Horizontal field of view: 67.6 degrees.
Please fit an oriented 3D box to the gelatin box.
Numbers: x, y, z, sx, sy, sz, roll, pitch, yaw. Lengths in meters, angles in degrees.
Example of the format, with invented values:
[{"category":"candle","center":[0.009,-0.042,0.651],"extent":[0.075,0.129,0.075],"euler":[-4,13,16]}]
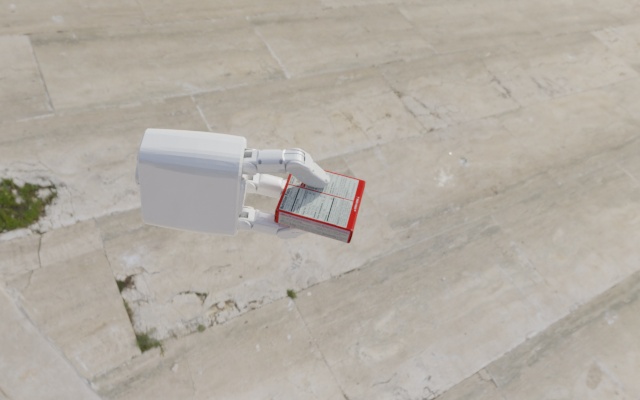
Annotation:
[{"category":"gelatin box","center":[0.000,0.002,0.541],"extent":[0.089,0.073,0.030],"euler":[15,-37,4]}]
